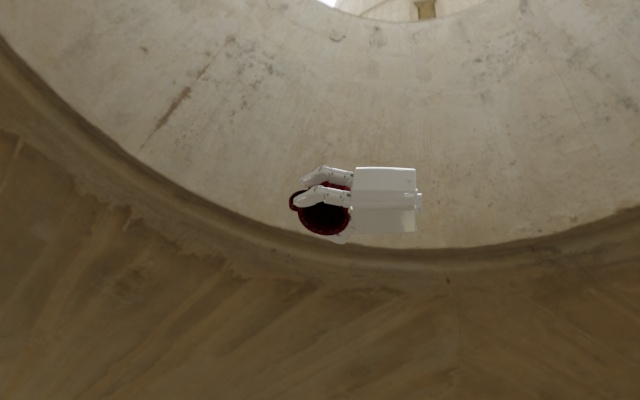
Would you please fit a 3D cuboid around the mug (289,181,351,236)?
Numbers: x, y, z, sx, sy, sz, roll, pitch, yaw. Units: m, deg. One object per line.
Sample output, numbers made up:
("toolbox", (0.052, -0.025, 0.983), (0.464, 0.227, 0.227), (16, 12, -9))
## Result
("mug", (-0.001, 0.003, 0.876), (0.117, 0.093, 0.081), (2, 38, 11))
